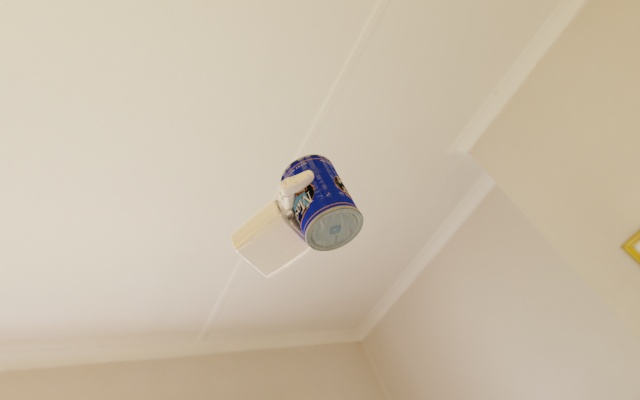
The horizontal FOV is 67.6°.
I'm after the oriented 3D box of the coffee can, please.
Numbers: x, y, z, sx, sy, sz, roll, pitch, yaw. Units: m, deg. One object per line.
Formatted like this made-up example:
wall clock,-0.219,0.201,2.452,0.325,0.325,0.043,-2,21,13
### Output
coffee can,0.000,0.003,0.832,0.103,0.103,0.140,0,43,-28
